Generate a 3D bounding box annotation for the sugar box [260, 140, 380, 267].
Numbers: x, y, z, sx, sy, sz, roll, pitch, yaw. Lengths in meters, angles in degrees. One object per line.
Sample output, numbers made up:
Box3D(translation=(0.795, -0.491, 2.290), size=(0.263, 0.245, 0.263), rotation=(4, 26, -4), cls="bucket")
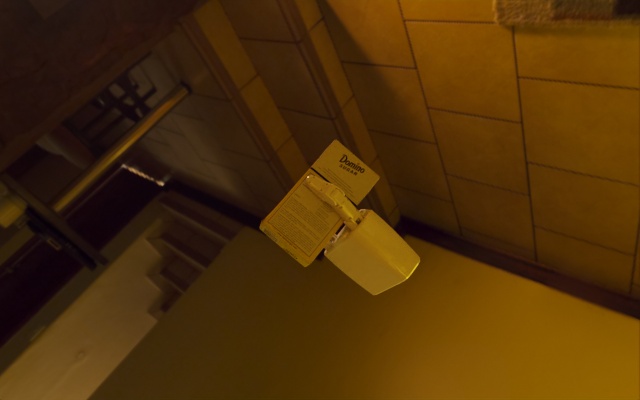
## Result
Box3D(translation=(0.000, 0.003, 0.719), size=(0.093, 0.176, 0.048), rotation=(41, -22, 0), cls="sugar box")
